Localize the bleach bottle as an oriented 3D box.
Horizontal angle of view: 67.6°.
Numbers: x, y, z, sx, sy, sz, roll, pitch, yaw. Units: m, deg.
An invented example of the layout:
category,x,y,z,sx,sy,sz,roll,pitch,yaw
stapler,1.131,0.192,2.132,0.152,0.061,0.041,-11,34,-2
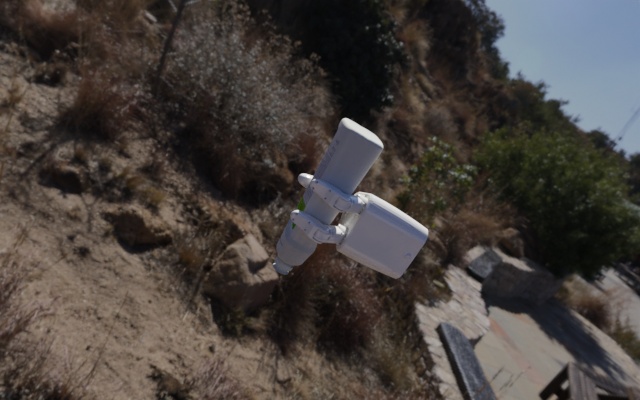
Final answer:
category,x,y,z,sx,sy,sz,roll,pitch,yaw
bleach bottle,0.000,0.002,0.727,0.068,0.251,0.102,29,16,-11
